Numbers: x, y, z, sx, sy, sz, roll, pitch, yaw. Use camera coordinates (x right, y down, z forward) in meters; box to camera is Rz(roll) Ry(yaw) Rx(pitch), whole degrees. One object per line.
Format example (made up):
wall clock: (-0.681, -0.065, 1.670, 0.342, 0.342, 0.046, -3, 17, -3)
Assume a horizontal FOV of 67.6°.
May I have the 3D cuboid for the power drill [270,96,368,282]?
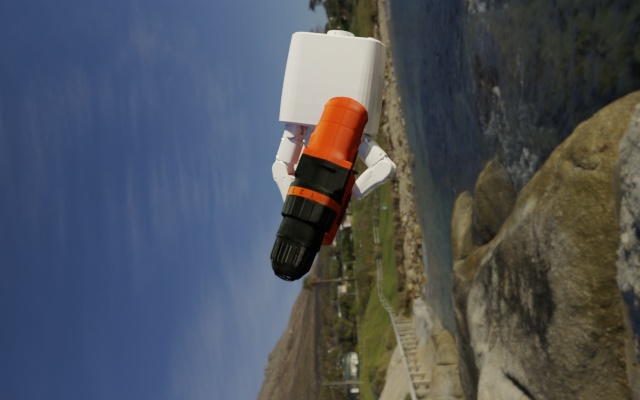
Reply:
power drill: (0.000, 0.002, 0.519, 0.057, 0.184, 0.188, 22, -10, 4)
